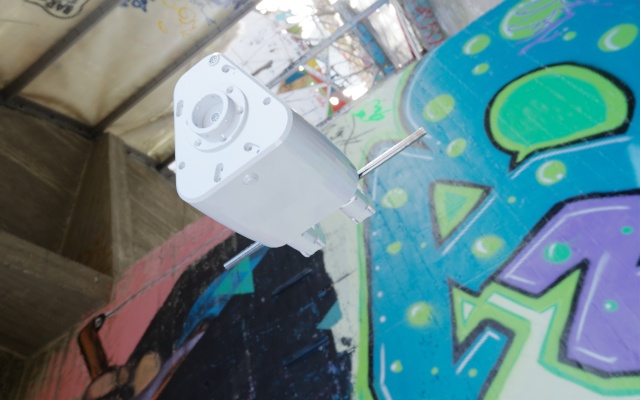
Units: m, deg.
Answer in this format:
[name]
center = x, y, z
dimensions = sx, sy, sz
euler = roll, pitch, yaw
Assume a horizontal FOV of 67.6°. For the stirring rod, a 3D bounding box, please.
[stirring rod]
center = 0.000, 0.001, 0.470
dimensions = 0.239, 0.011, 0.011
euler = -34, -8, 11
